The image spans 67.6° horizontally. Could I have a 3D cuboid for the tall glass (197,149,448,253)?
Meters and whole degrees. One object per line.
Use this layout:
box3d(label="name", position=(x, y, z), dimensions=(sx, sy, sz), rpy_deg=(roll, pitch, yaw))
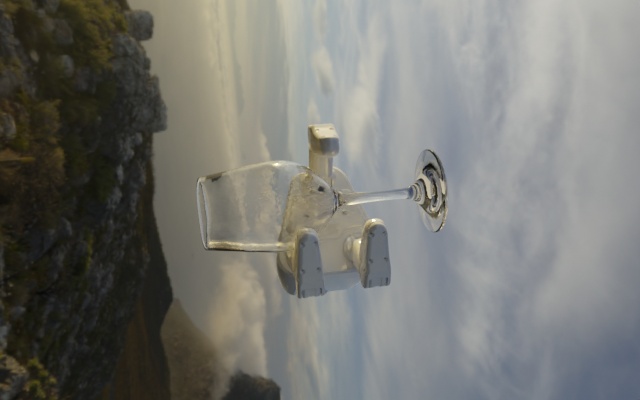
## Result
box3d(label="tall glass", position=(0.001, 0.001, 0.410), dimensions=(0.201, 0.079, 0.079), rpy_deg=(-6, 1, -8))
